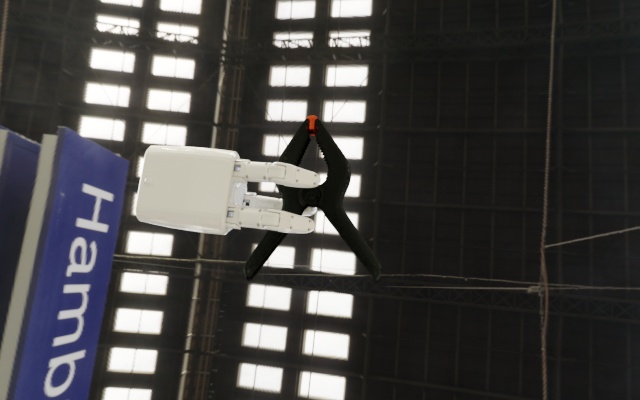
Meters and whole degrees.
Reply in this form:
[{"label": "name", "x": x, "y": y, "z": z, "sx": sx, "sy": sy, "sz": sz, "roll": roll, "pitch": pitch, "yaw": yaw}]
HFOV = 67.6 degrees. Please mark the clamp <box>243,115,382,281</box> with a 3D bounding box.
[{"label": "clamp", "x": 0.000, "y": 0.001, "z": 0.586, "sx": 0.164, "sy": 0.210, "sz": 0.036, "roll": 7, "pitch": -9, "yaw": 3}]
